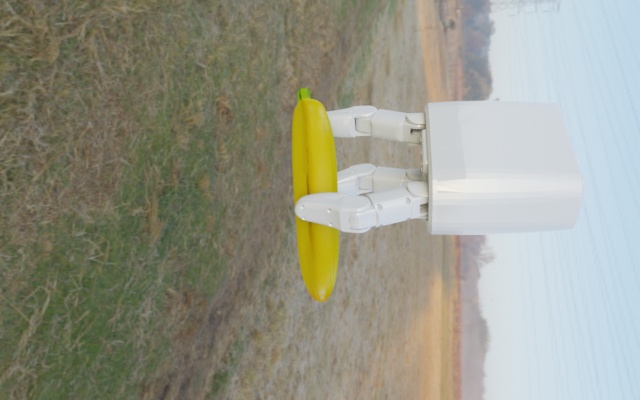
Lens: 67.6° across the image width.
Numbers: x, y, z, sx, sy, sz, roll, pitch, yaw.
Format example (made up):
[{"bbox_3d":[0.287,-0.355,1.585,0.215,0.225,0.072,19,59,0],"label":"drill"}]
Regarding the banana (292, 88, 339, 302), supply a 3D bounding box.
[{"bbox_3d":[-0.002,0.000,0.411,0.037,0.198,0.069,-2,7,6],"label":"banana"}]
